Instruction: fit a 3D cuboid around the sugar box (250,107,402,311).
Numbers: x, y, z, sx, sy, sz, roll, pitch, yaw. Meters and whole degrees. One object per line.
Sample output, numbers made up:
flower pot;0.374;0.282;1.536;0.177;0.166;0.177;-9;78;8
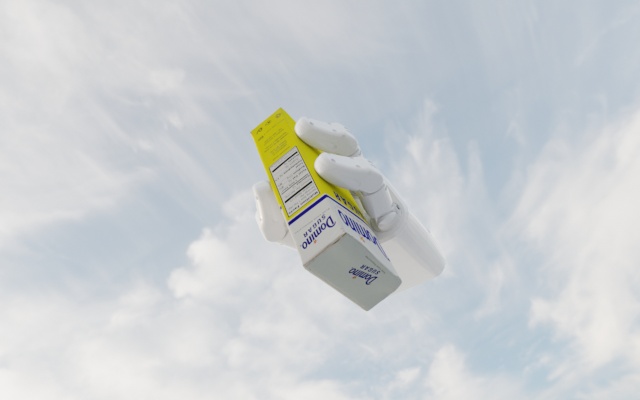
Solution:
sugar box;0.001;0.001;0.409;0.093;0.048;0.176;42;12;-43
